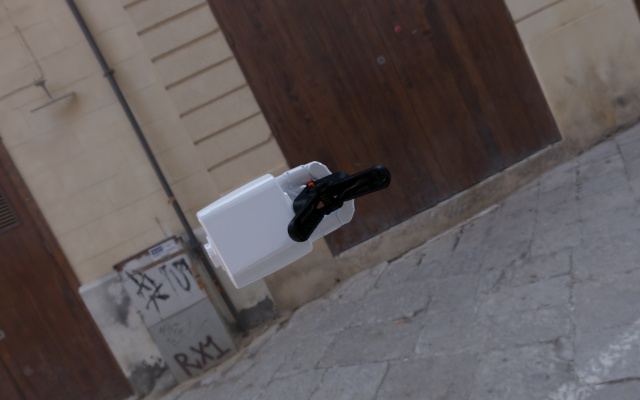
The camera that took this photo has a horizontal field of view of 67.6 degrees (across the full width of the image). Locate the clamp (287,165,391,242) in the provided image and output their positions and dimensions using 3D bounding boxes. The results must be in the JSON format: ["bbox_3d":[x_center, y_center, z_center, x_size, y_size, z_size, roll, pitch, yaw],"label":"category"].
[{"bbox_3d":[0.000,0.001,0.546,0.120,0.039,0.171,-29,7,-15],"label":"clamp"}]
